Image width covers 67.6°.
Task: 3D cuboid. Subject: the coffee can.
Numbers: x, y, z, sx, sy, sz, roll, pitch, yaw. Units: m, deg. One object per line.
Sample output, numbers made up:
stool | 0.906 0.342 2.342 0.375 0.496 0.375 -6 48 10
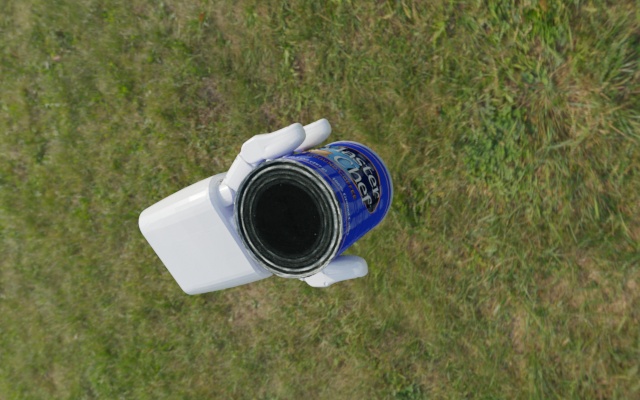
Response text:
coffee can | 0.000 0.001 0.454 0.103 0.103 0.140 0 12 25
